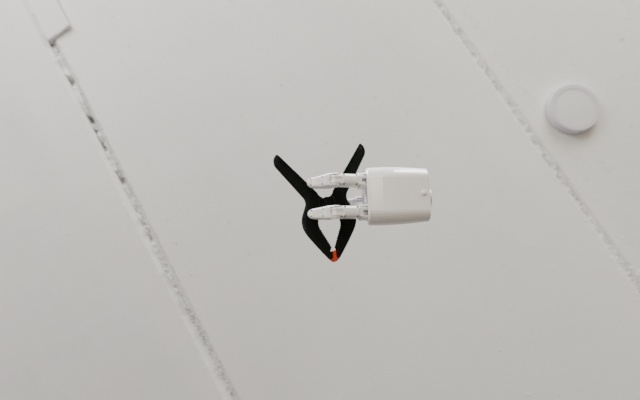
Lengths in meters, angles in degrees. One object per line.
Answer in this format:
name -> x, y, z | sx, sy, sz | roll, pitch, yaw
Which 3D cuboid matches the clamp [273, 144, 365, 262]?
clamp -> 0.000, 0.003, 0.841 | 0.164, 0.210, 0.036 | -1, -11, 0
